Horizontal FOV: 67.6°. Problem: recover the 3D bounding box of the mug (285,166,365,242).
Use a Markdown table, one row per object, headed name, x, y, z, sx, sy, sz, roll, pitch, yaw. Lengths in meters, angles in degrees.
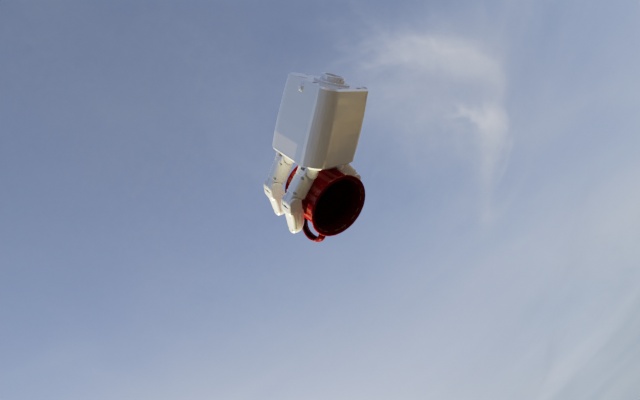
| name | x | y | z | sx | sy | sz | roll | pitch | yaw |
| --- | --- | --- | --- | --- | --- | --- | --- | --- | --- |
| mug | 0.000 | 0.003 | 0.686 | 0.093 | 0.117 | 0.081 | -4 | 28 | -38 |
